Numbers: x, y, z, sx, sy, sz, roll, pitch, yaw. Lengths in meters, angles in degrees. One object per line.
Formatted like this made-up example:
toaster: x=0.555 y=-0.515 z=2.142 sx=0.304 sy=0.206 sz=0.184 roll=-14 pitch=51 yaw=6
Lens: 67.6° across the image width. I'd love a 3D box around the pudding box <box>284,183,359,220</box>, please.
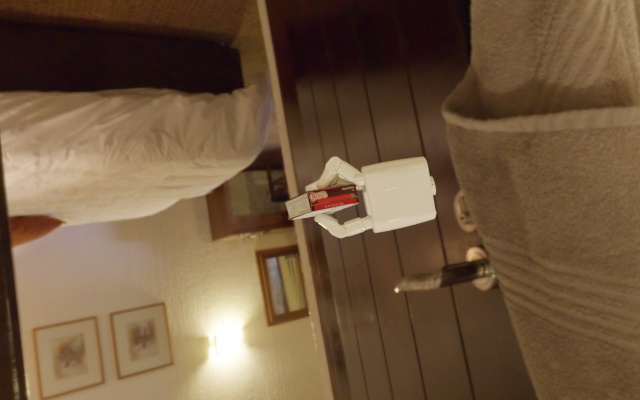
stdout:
pudding box: x=0.000 y=0.003 z=0.811 sx=0.090 sy=0.039 sz=0.113 roll=-9 pitch=-7 yaw=-25
